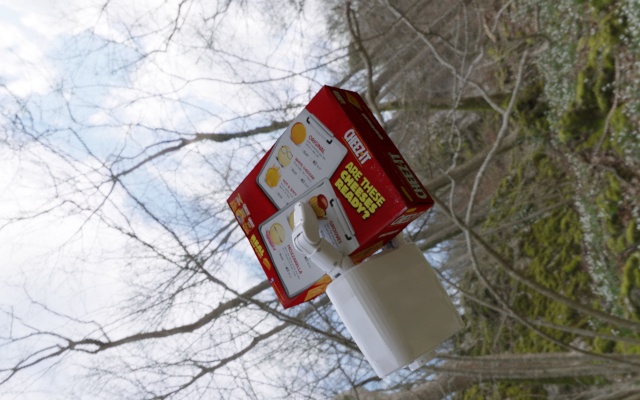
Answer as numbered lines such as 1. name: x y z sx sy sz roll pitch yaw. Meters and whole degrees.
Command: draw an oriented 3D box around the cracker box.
1. cracker box: 0.000 0.002 0.557 0.072 0.164 0.214 -7 -31 -51
